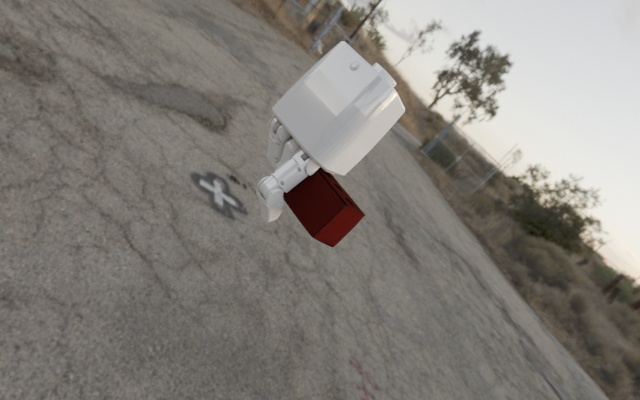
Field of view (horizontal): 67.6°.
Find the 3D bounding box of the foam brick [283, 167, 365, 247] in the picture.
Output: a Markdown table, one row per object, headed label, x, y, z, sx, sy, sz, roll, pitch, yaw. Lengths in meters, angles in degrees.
| label | x | y | z | sx | sy | sz | roll | pitch | yaw |
| --- | --- | --- | --- | --- | --- | --- | --- | --- | --- |
| foam brick | 0.000 | 0.002 | 0.516 | 0.051 | 0.078 | 0.053 | -43 | -28 | 9 |
